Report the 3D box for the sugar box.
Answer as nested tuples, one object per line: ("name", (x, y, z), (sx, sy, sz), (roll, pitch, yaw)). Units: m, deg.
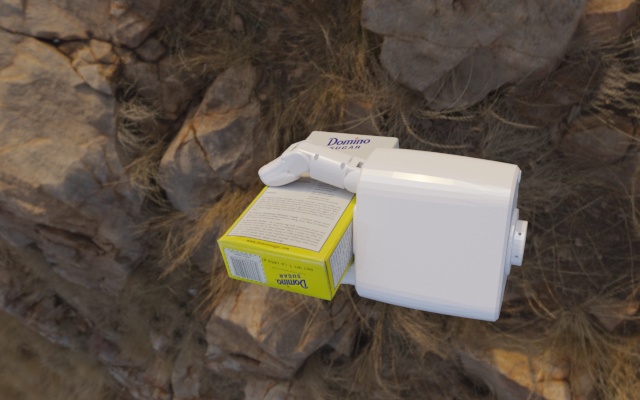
("sugar box", (0.000, 0.002, 0.412), (0.093, 0.048, 0.176), (9, 36, 25))
